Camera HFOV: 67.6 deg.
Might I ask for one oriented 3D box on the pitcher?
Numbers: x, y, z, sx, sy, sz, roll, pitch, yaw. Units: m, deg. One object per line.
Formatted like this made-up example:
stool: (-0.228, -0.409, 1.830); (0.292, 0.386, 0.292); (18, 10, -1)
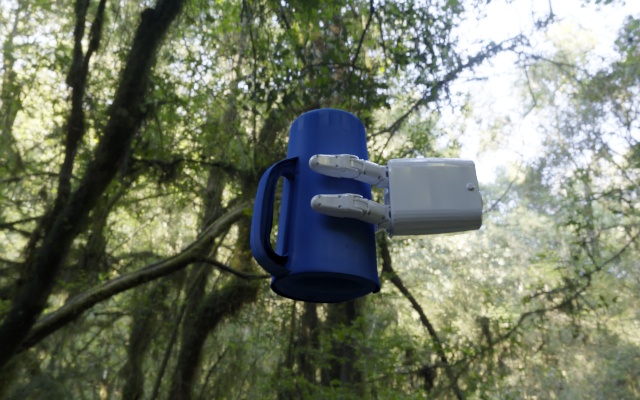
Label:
pitcher: (0.000, 0.002, 0.619); (0.145, 0.242, 0.149); (-2, -26, 6)
